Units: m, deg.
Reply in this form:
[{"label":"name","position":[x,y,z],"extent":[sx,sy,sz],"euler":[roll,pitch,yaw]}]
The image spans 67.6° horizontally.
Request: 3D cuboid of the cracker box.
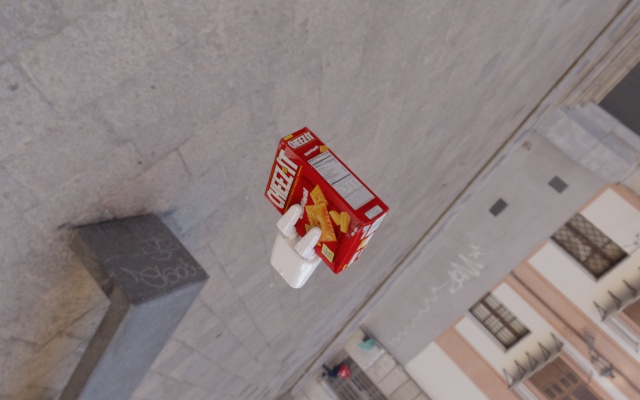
[{"label":"cracker box","position":[0.000,0.003,0.848],"extent":[0.072,0.213,0.164],"euler":[-31,-22,-36]}]
